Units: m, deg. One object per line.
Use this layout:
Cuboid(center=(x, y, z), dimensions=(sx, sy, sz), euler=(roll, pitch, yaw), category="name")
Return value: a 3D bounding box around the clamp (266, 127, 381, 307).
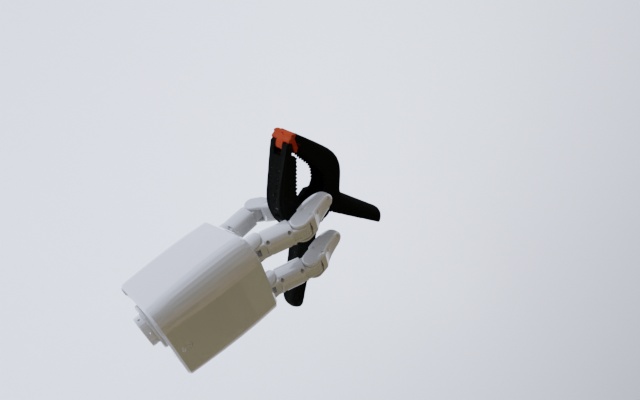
Cuboid(center=(-0.001, 0.001, 0.529), dimensions=(0.036, 0.210, 0.164), euler=(25, 54, 39), category="clamp")
